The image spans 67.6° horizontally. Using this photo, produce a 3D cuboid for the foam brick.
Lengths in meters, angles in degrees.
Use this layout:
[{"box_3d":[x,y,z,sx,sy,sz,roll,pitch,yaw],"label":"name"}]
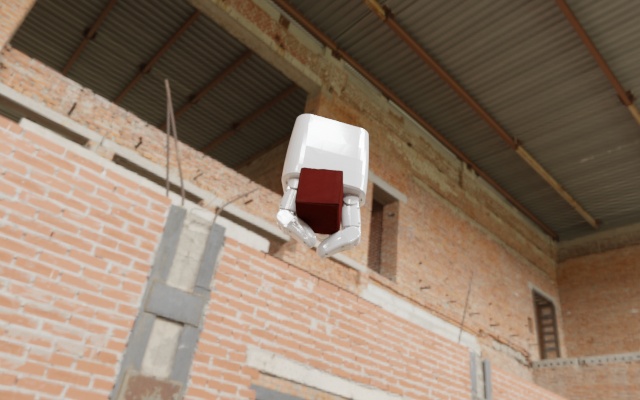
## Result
[{"box_3d":[0.000,0.002,0.590,0.053,0.051,0.078,6,-30,5],"label":"foam brick"}]
